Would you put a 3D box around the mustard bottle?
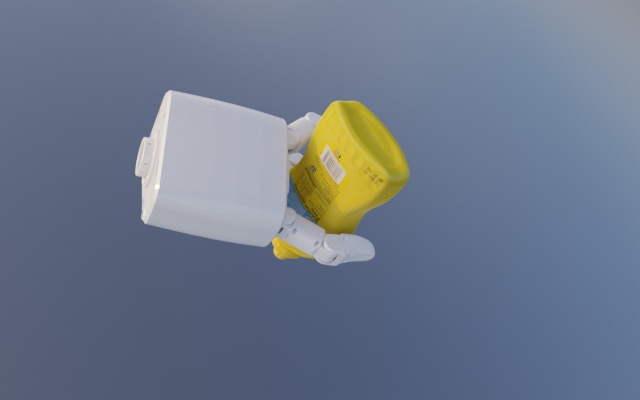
[{"bbox_3d":[0.000,0.001,0.470,0.058,0.096,0.192,-12,-29,-43],"label":"mustard bottle"}]
